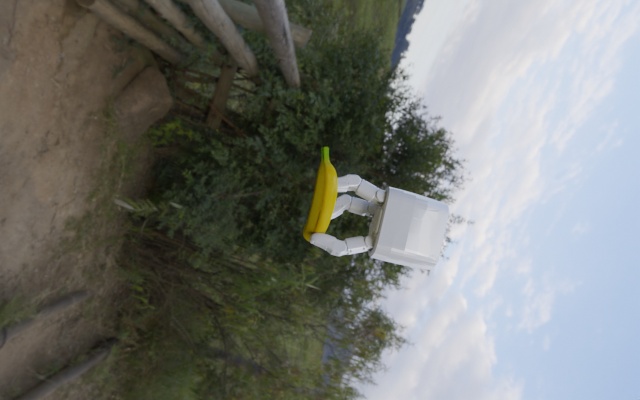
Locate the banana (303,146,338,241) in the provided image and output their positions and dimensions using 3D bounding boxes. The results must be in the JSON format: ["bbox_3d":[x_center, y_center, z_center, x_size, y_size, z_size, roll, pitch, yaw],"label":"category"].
[{"bbox_3d":[0.000,0.013,0.759,0.037,0.198,0.069,10,42,-5],"label":"banana"}]
